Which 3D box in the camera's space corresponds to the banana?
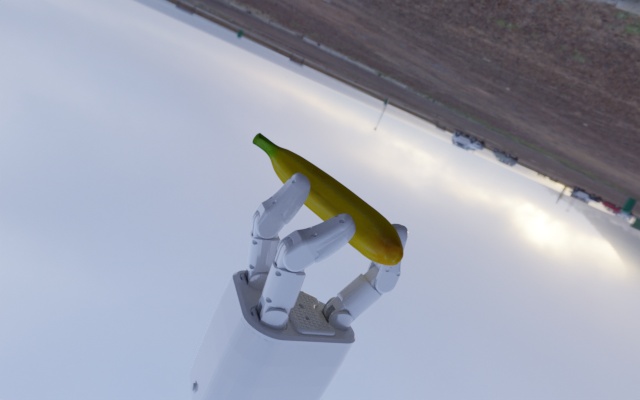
[{"bbox_3d":[0.010,0.004,0.418,0.070,0.037,0.197,19,15,-49],"label":"banana"}]
